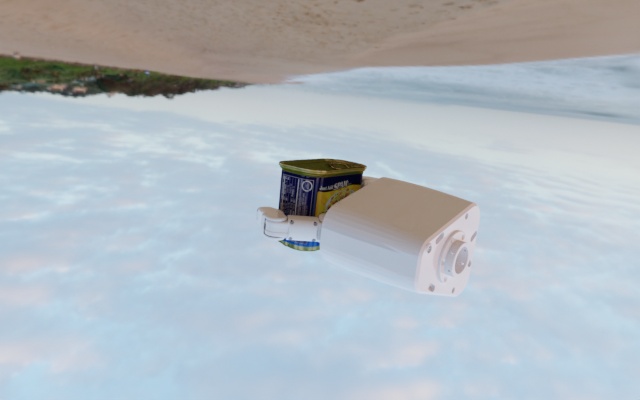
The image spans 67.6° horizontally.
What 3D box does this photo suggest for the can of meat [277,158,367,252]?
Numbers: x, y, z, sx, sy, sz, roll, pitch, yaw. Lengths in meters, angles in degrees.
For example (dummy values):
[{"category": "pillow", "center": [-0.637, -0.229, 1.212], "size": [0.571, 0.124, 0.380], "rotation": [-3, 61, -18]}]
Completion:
[{"category": "can of meat", "center": [0.000, 0.002, 0.509], "size": [0.057, 0.084, 0.102], "rotation": [16, 16, 36]}]
